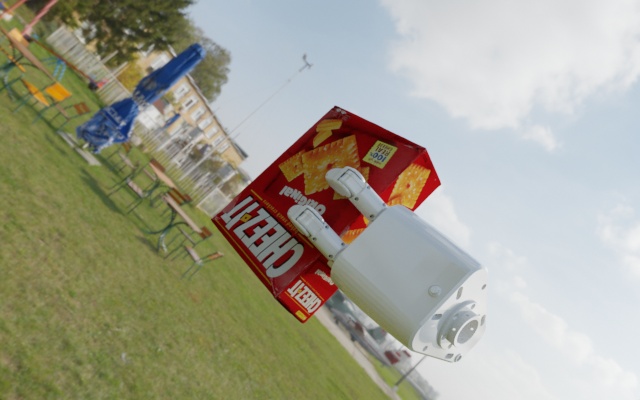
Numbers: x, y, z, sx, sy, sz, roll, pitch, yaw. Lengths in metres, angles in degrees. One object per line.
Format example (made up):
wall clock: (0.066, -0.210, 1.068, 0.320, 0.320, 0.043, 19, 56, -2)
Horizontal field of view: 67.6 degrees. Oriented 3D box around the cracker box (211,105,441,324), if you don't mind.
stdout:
cracker box: (0.000, 0.002, 0.541, 0.164, 0.213, 0.072, 38, -11, 46)
